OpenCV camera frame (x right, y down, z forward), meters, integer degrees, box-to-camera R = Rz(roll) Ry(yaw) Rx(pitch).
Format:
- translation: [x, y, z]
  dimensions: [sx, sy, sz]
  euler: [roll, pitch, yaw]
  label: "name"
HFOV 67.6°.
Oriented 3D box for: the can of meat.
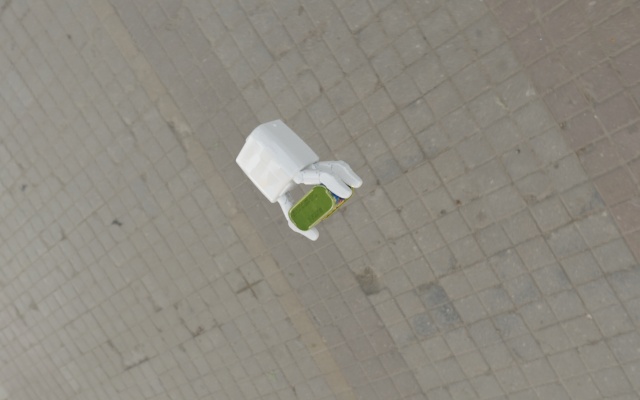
- translation: [0.000, 0.003, 0.847]
  dimensions: [0.102, 0.057, 0.084]
  euler: [-42, -4, 30]
  label: "can of meat"
